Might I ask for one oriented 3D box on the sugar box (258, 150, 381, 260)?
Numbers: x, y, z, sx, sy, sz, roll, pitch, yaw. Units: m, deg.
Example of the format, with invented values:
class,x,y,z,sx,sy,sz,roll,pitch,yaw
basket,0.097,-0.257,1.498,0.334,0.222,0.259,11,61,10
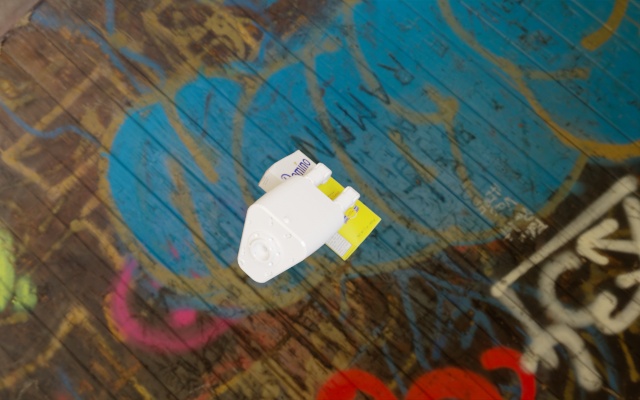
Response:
class,x,y,z,sx,sy,sz,roll,pitch,yaw
sugar box,0.000,0.002,0.739,0.048,0.176,0.093,-53,-8,37
